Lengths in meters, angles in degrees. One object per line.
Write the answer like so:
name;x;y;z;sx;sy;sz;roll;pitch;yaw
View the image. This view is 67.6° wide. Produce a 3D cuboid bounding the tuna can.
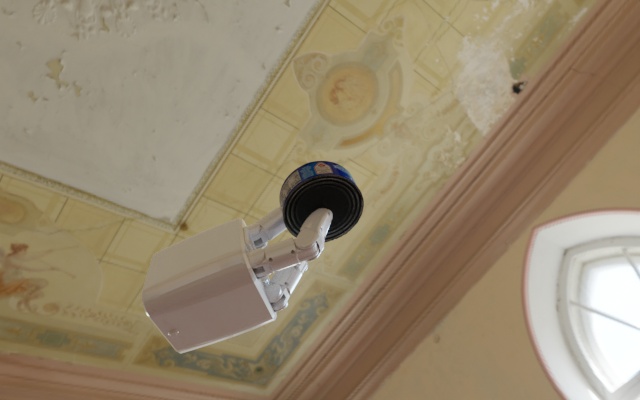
tuna can;0.000;0.001;0.505;0.086;0.086;0.033;0;34;-15
